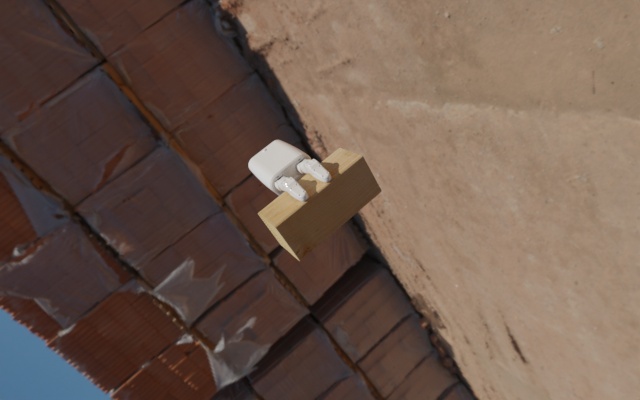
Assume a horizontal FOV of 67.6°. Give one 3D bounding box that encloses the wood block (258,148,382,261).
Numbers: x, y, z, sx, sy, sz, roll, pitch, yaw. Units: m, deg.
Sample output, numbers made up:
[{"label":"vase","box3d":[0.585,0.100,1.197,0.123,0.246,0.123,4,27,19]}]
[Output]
[{"label":"wood block","box3d":[0.000,0.003,0.898,0.206,0.091,0.090,-40,30,-13]}]
